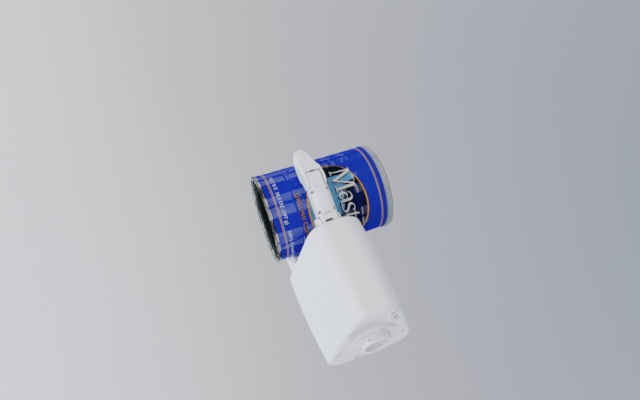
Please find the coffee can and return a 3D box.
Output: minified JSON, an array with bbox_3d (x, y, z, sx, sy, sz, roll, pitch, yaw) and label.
[{"bbox_3d":[0.000,0.002,0.564,0.140,0.103,0.103,-17,4,-13],"label":"coffee can"}]
